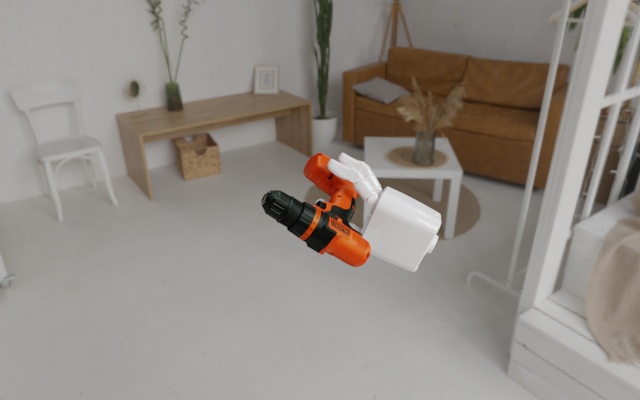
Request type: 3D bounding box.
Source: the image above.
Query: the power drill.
[{"bbox_3d":[0.000,0.002,0.761,0.184,0.057,0.187,33,34,-17],"label":"power drill"}]
